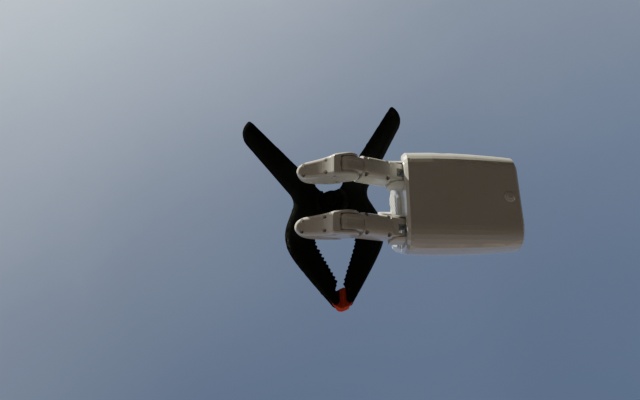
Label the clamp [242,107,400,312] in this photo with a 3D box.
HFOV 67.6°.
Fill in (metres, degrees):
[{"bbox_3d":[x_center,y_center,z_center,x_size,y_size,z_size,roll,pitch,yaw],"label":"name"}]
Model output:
[{"bbox_3d":[0.000,0.002,0.472,0.164,0.210,0.036,0,-20,2],"label":"clamp"}]
